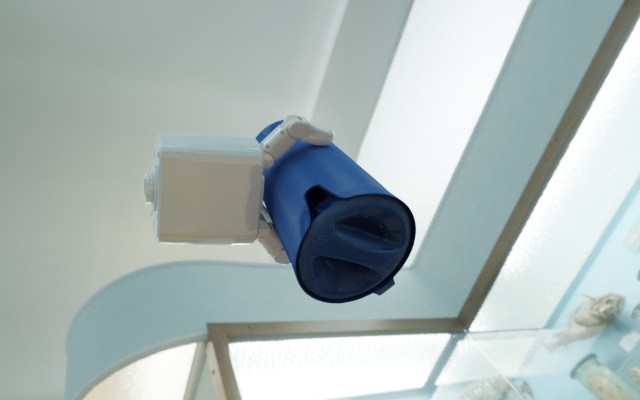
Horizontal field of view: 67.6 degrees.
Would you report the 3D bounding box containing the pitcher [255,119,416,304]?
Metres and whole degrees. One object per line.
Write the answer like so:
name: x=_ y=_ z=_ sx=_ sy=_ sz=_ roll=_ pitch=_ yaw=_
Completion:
pitcher: x=0.000 y=0.002 z=0.568 sx=0.145 sy=0.149 sz=0.242 roll=0 pitch=30 yaw=-24
